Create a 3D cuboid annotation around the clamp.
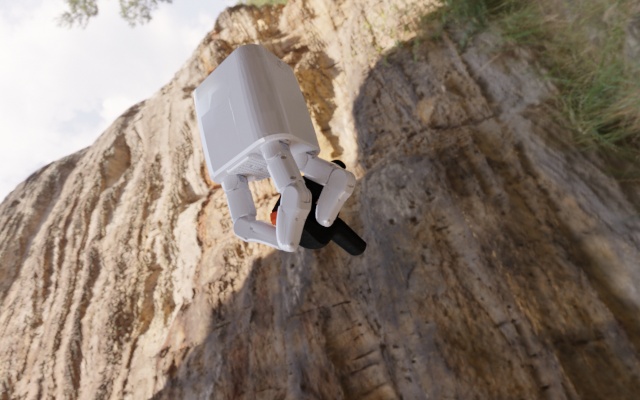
[{"bbox_3d":[0.000,0.002,0.533,0.039,0.120,0.171,-22,-16,23],"label":"clamp"}]
